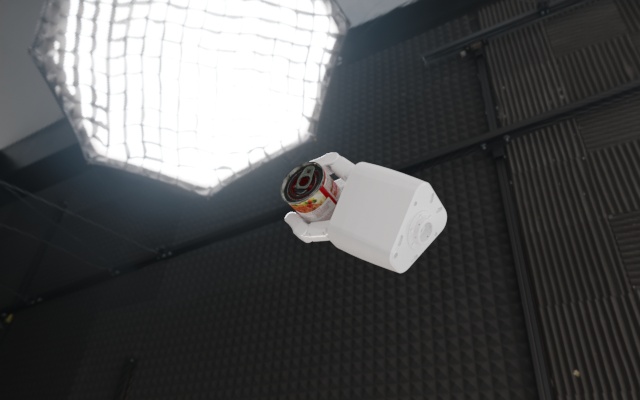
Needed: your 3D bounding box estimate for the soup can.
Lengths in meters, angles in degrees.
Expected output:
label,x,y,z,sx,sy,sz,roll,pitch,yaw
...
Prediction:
label,x,y,z,sx,sy,sz,roll,pitch,yaw
soup can,0.000,0.002,0.672,0.068,0.068,0.102,0,-33,36
